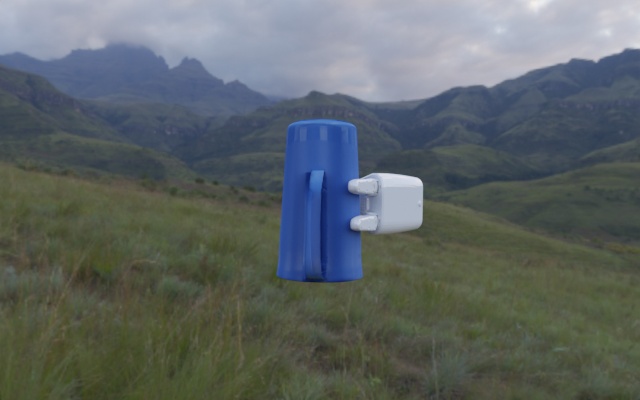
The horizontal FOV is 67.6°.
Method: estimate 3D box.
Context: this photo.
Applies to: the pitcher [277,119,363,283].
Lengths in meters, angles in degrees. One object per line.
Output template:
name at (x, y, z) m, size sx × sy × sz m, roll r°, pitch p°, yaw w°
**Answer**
pitcher at (0.000, 0.002, 0.729) m, size 0.145 × 0.243 × 0.149 m, roll 0°, pitch 1°, yaw -38°
